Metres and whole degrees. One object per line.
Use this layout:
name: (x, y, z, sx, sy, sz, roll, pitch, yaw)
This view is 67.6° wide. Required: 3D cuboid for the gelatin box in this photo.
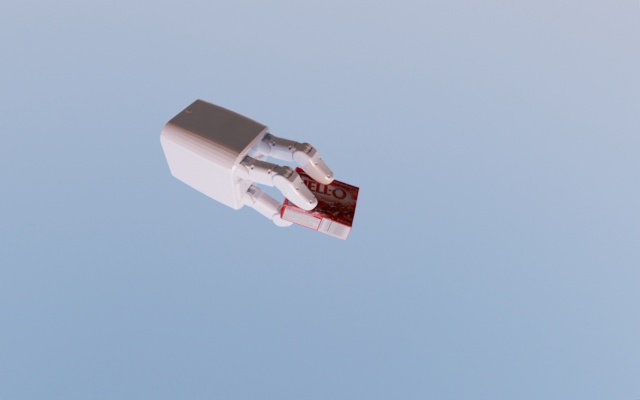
gelatin box: (0.000, 0.002, 0.600, 0.089, 0.073, 0.030, 19, -45, -4)
